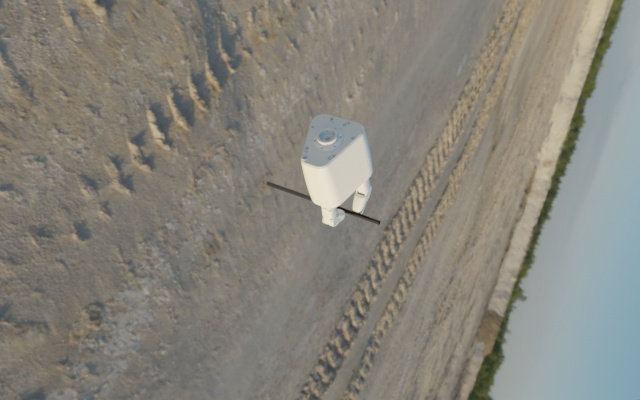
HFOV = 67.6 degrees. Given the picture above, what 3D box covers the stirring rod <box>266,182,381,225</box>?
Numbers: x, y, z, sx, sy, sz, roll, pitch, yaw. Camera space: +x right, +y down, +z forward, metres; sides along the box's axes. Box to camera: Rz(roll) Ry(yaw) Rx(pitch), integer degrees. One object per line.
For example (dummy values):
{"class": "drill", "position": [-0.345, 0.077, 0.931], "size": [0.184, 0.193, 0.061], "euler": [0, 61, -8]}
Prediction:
{"class": "stirring rod", "position": [0.000, 0.003, 0.888], "size": [0.239, 0.011, 0.011], "euler": [19, 8, 24]}
